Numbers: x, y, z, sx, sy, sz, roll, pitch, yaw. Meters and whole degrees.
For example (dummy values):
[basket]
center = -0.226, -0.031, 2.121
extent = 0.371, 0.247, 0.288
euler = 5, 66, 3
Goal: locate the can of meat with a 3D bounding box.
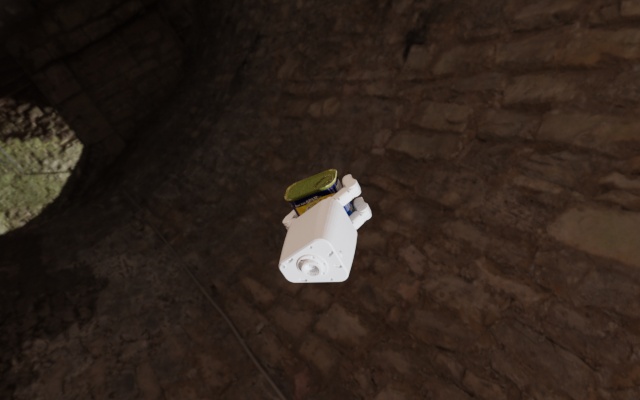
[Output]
[can of meat]
center = 0.000, 0.003, 0.863
extent = 0.102, 0.084, 0.057
euler = -20, 28, 19
